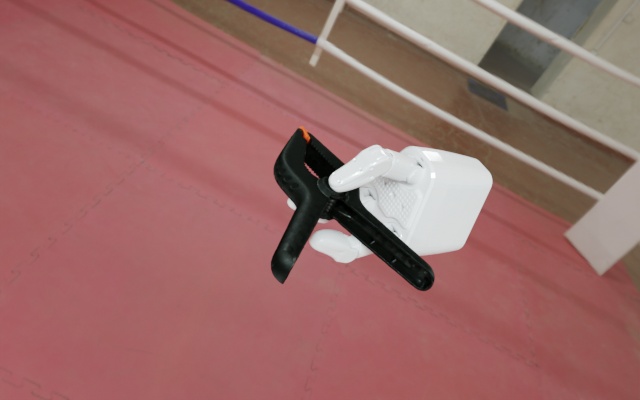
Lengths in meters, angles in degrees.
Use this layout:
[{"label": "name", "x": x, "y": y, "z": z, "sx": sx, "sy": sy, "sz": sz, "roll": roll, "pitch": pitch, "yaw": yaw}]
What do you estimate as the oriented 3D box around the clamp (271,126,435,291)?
[{"label": "clamp", "x": 0.000, "y": 0.001, "z": 0.452, "sx": 0.164, "sy": 0.036, "sz": 0.209, "roll": 5, "pitch": 42, "yaw": -38}]
